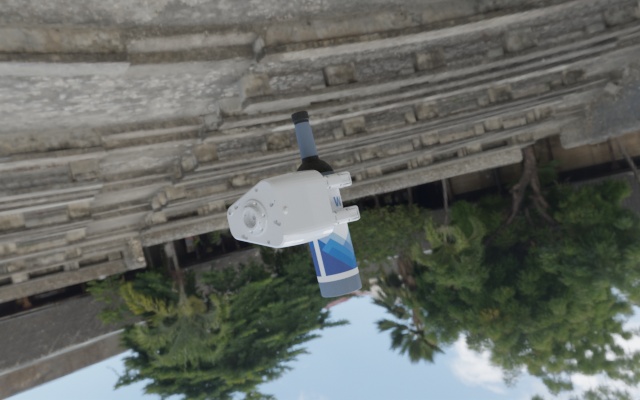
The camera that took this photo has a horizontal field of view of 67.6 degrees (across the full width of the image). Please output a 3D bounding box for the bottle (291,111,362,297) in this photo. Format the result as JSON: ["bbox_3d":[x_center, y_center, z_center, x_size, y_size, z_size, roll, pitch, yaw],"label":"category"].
[{"bbox_3d":[0.000,0.003,0.767,0.069,0.295,0.069,-14,-1,0],"label":"bottle"}]
